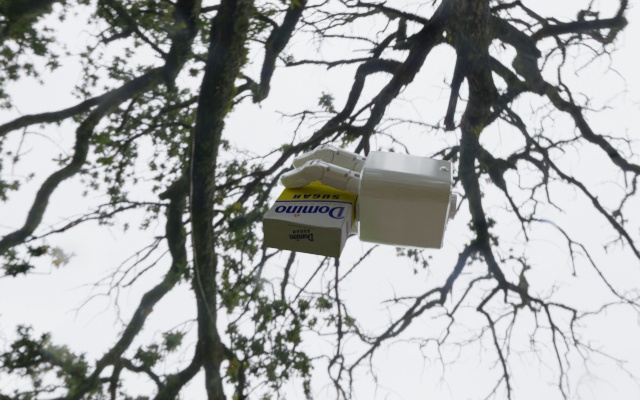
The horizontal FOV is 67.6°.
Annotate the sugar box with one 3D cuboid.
[{"bbox_3d":[0.000,0.001,0.601,0.093,0.048,0.176,7,27,12],"label":"sugar box"}]
